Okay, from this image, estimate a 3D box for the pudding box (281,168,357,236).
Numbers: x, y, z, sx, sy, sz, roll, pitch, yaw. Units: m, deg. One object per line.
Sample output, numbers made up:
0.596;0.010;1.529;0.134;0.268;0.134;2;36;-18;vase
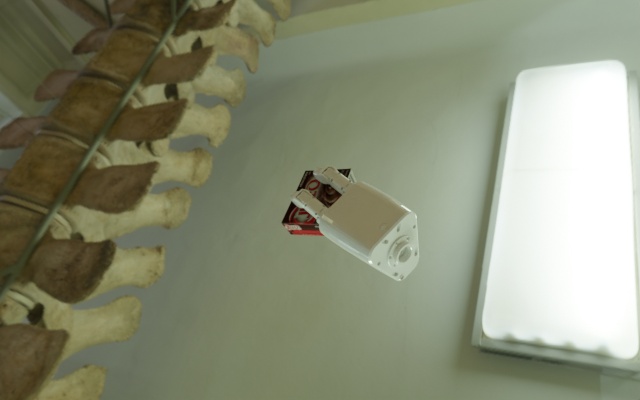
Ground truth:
0.000;0.003;0.760;0.090;0.113;0.039;0;-40;32;pudding box
